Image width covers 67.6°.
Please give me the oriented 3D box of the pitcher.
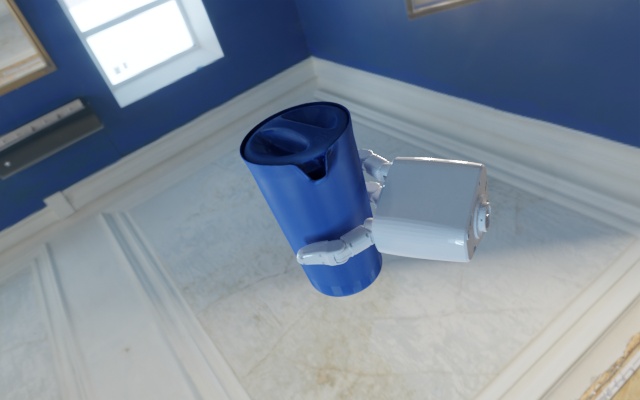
[{"bbox_3d":[0.000,0.002,0.617,0.145,0.243,0.149,4,42,30],"label":"pitcher"}]
